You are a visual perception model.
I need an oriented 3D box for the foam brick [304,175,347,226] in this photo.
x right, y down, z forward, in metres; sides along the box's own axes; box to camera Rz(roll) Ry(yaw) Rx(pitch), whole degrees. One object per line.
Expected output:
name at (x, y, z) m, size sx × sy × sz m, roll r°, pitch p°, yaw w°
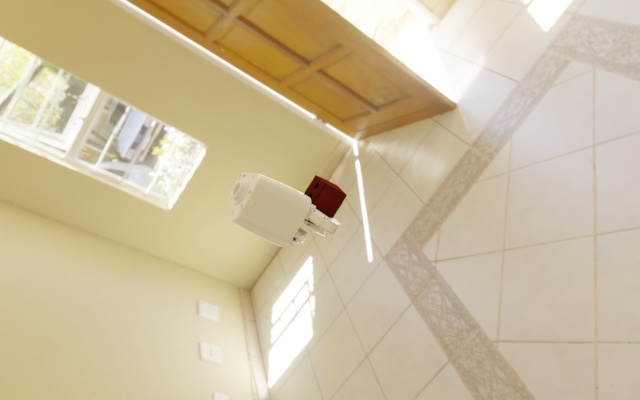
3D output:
foam brick at (0.000, 0.003, 0.862) m, size 0.051 × 0.078 × 0.053 m, roll 28°, pitch 8°, yaw -27°
